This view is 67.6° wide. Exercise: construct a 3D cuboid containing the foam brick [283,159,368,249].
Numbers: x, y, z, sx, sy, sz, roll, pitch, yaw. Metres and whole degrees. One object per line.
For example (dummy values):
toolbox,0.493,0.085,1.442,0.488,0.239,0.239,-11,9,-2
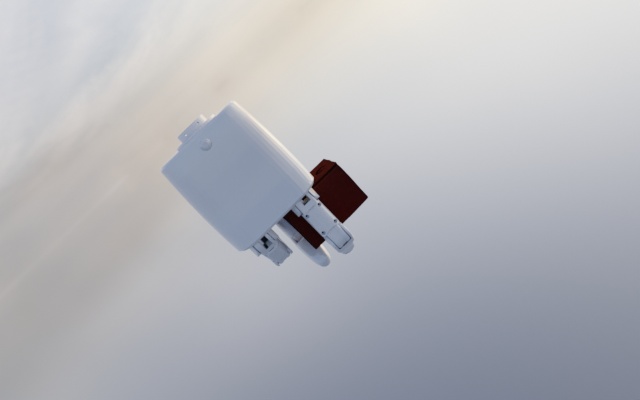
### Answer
foam brick,0.000,0.001,0.495,0.051,0.078,0.053,46,-3,-16
